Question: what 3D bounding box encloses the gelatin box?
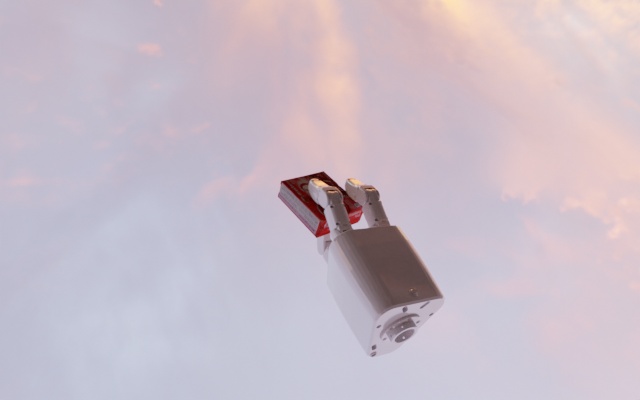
[{"bbox_3d":[0.000,0.002,0.616,0.073,0.030,0.089,-16,47,-38],"label":"gelatin box"}]
